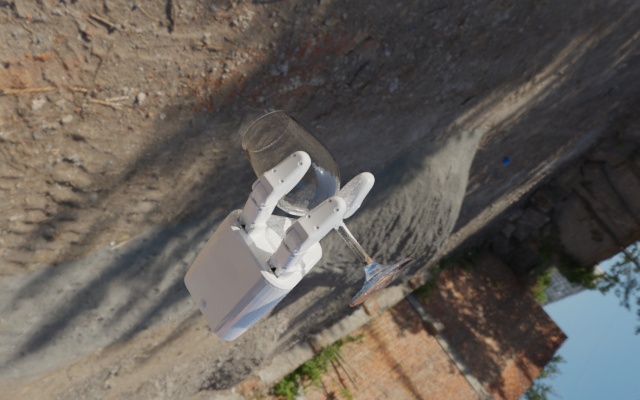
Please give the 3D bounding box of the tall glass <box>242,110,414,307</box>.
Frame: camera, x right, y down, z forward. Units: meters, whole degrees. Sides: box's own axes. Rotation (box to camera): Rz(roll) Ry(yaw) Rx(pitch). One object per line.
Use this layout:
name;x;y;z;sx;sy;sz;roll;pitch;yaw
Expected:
tall glass;0.001;0.002;0.474;0.079;0.201;0.079;-33;-19;-13
